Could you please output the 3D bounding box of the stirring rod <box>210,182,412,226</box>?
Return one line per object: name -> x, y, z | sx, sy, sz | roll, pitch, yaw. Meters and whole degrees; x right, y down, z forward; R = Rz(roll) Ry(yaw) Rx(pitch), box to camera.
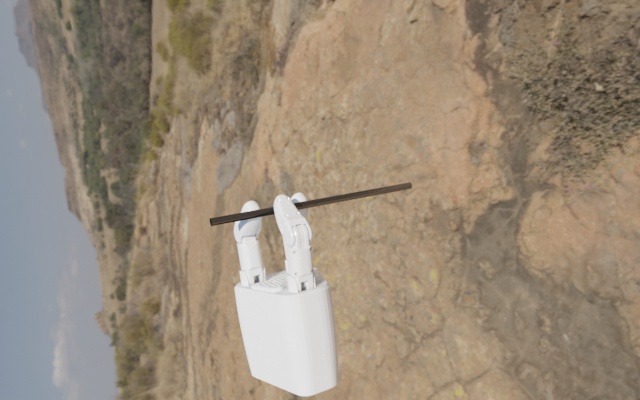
stirring rod -> 0.000, 0.002, 0.515 | 0.239, 0.011, 0.011 | -10, 4, -26
